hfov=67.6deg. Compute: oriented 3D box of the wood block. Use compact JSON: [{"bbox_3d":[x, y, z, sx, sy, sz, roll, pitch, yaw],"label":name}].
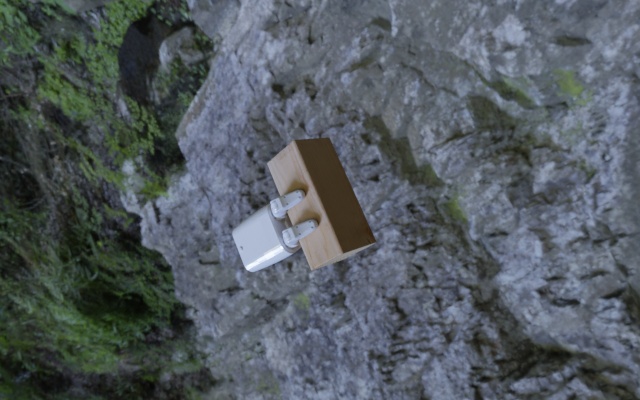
[{"bbox_3d":[0.000,0.003,0.832,0.091,0.206,0.090,-12,-16,-45],"label":"wood block"}]
